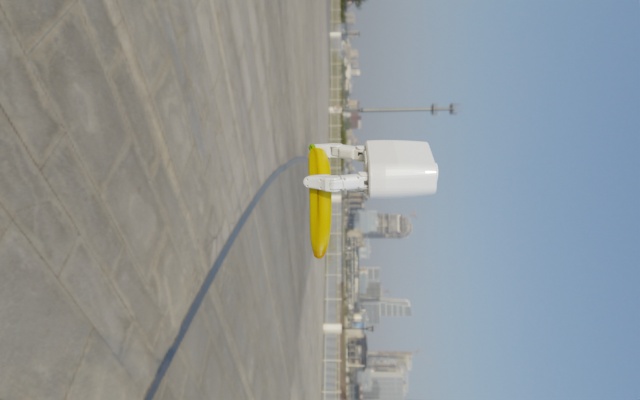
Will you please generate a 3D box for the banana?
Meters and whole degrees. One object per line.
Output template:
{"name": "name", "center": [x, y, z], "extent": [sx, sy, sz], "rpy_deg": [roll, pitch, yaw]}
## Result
{"name": "banana", "center": [0.000, -0.003, 0.788], "extent": [0.037, 0.197, 0.069], "rpy_deg": [-2, -7, 0]}
